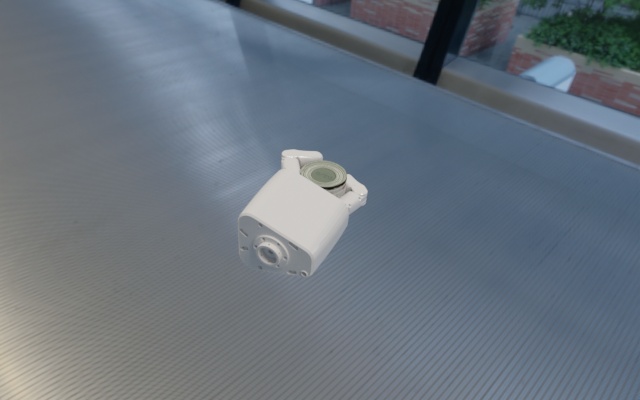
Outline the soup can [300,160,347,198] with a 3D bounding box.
[{"bbox_3d":[0.000,0.002,0.689,0.068,0.102,0.068,4,38,-3],"label":"soup can"}]
